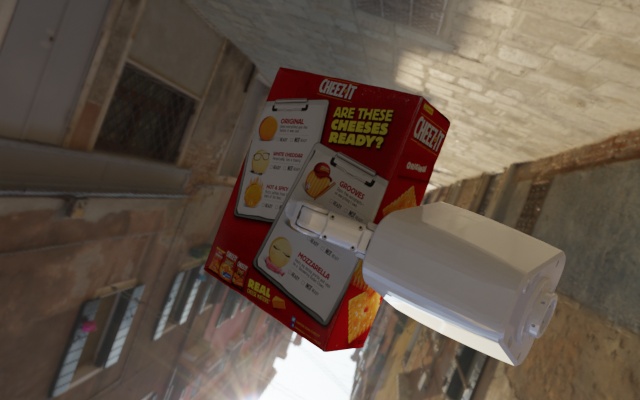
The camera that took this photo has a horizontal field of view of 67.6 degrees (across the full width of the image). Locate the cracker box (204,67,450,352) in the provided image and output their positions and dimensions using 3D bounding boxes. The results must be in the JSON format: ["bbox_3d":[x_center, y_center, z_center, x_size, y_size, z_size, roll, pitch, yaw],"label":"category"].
[{"bbox_3d":[0.000,0.002,0.438,0.164,0.214,0.072,23,3,37],"label":"cracker box"}]
